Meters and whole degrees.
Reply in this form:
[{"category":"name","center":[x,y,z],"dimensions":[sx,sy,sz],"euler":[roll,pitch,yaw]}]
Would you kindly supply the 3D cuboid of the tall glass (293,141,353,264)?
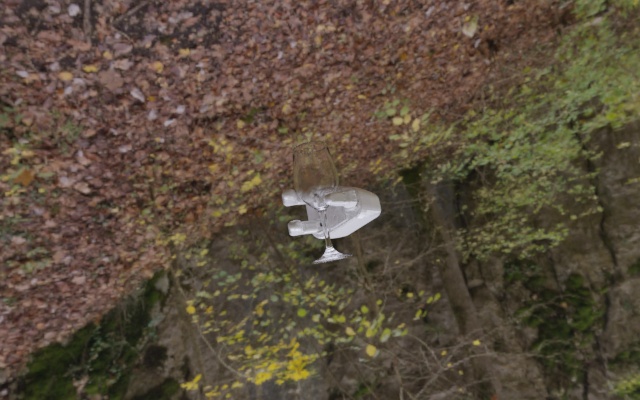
[{"category":"tall glass","center":[0.000,0.003,0.815],"dimensions":[0.079,0.201,0.079],"euler":[-11,-10,-2]}]
